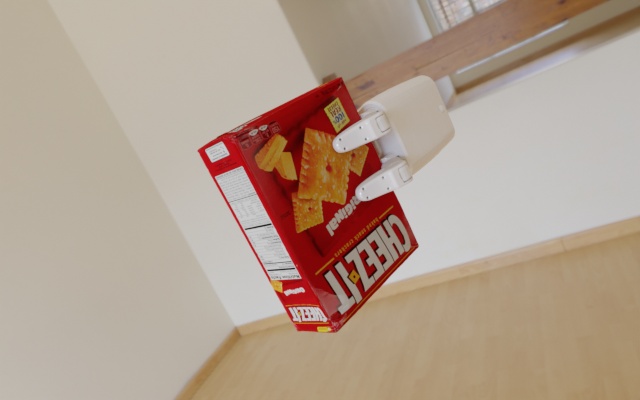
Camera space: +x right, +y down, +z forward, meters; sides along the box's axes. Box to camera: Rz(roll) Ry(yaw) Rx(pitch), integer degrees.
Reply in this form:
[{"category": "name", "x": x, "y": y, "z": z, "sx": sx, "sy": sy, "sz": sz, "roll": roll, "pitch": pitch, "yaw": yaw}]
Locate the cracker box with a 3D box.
[{"category": "cracker box", "x": 0.000, "y": 0.002, "z": 0.499, "sx": 0.072, "sy": 0.214, "sz": 0.164, "roll": -13, "pitch": 18, "yaw": 49}]
